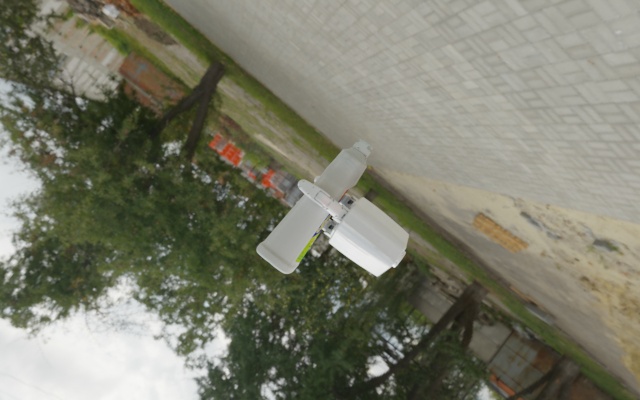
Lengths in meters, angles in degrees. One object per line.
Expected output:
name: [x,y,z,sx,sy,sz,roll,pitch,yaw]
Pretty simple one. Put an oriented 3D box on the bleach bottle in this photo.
bleach bottle: [0.000,0.003,0.793,0.068,0.251,0.102,37,-2,7]
